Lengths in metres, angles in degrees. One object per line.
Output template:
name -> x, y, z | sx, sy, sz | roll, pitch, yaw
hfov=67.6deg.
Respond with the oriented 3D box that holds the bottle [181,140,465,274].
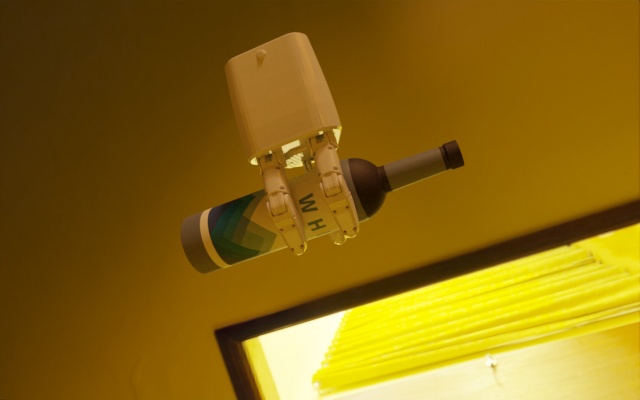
bottle -> 0.000, 0.002, 0.495 | 0.296, 0.069, 0.069 | -19, -4, 12
